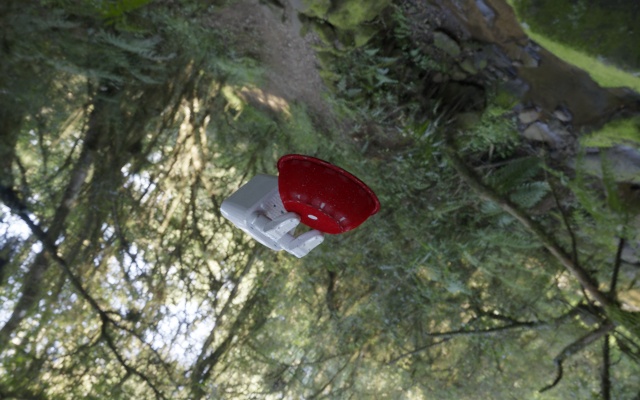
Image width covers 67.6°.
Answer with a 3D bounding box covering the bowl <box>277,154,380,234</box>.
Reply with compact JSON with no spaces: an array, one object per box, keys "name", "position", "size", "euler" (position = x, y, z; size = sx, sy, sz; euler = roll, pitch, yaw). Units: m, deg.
[{"name":"bowl","position":[0.001,0.002,0.674],"size":[0.162,0.055,0.162],"euler":[22,-20,9]}]
